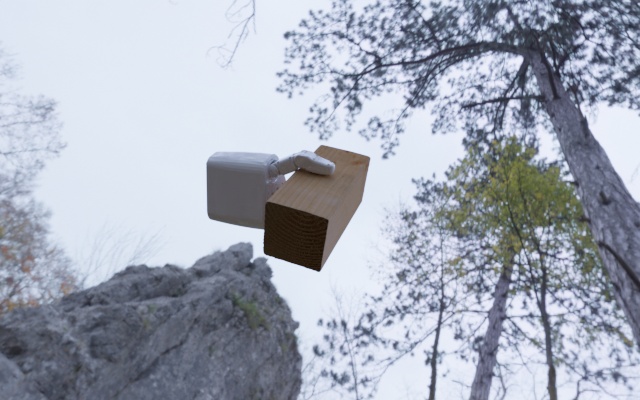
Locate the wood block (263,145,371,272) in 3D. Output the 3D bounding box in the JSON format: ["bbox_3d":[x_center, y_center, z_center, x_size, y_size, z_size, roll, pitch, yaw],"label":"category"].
[{"bbox_3d":[0.000,0.002,0.716,0.090,0.091,0.206,16,33,14],"label":"wood block"}]
